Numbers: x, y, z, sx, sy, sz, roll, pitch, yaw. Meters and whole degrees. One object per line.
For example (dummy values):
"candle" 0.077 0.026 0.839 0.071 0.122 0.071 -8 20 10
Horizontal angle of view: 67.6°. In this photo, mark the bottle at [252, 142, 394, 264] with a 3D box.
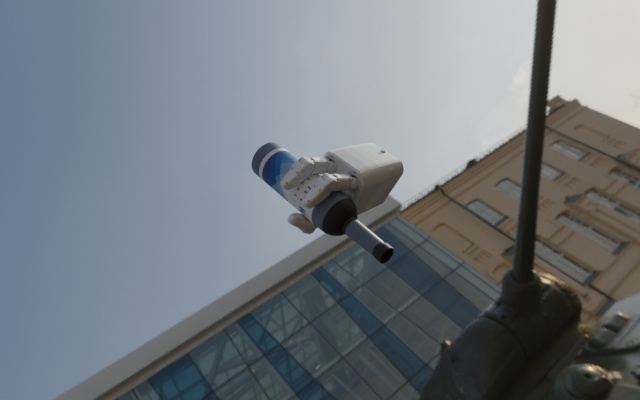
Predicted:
"bottle" 0.000 0.002 0.753 0.069 0.069 0.295 0 31 -48
